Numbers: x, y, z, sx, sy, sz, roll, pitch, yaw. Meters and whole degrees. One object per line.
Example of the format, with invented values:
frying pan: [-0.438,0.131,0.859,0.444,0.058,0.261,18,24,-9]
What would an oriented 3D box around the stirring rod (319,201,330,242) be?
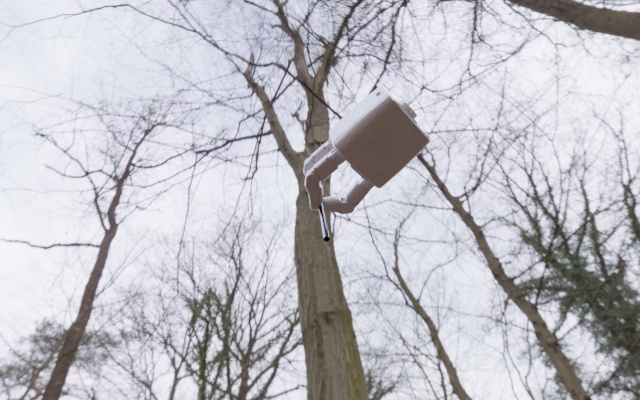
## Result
stirring rod: [0.000,0.002,0.728,0.011,0.011,0.239,0,23,-4]
